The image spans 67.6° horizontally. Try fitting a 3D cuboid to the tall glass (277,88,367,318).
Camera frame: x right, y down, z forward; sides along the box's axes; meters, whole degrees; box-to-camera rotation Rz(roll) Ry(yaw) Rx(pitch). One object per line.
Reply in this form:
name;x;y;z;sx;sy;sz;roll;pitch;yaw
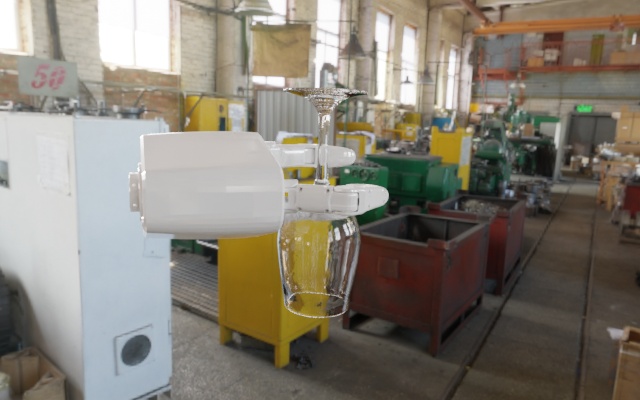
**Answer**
tall glass;0.000;0.001;0.438;0.079;0.201;0.079;2;10;0
